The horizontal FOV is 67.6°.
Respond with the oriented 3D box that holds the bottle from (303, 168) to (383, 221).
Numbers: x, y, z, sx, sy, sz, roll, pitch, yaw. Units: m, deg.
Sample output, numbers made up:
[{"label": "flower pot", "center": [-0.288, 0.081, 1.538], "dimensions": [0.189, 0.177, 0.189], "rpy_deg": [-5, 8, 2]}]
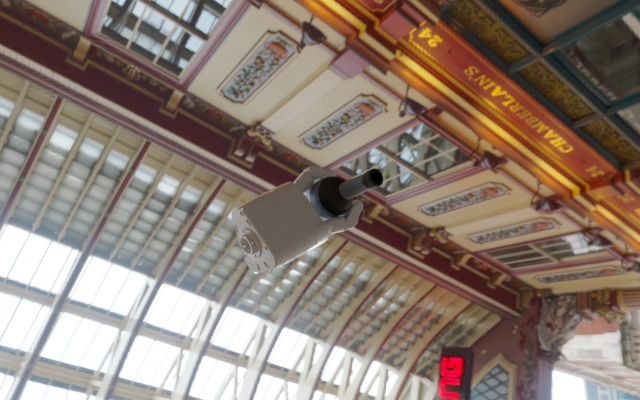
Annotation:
[{"label": "bottle", "center": [0.000, 0.003, 0.805], "dimensions": [0.069, 0.069, 0.296], "rpy_deg": [0, -14, -34]}]
